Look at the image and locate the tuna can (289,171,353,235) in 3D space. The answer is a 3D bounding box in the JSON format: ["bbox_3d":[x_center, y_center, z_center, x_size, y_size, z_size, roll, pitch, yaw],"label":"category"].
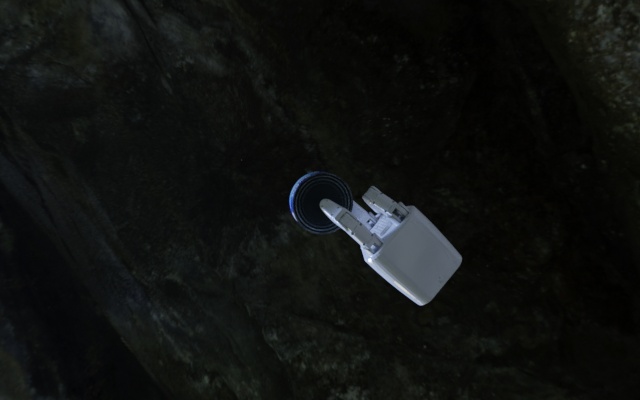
[{"bbox_3d":[0.000,0.002,0.669,0.086,0.086,0.033,0,9,-14],"label":"tuna can"}]
